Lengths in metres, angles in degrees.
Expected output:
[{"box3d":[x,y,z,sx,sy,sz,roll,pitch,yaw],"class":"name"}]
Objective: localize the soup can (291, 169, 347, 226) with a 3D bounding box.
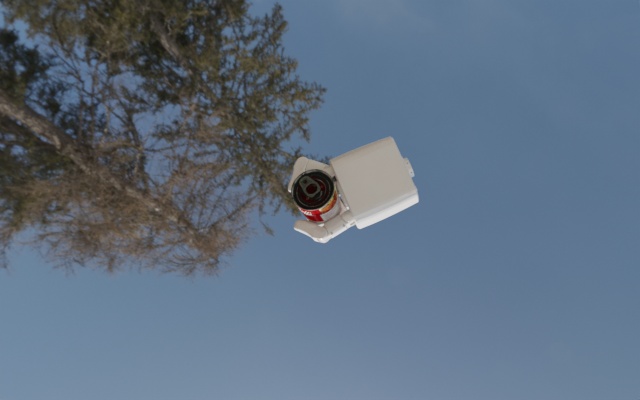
[{"box3d":[0.000,0.003,0.757,0.068,0.068,0.102,0,-23,15],"class":"soup can"}]
